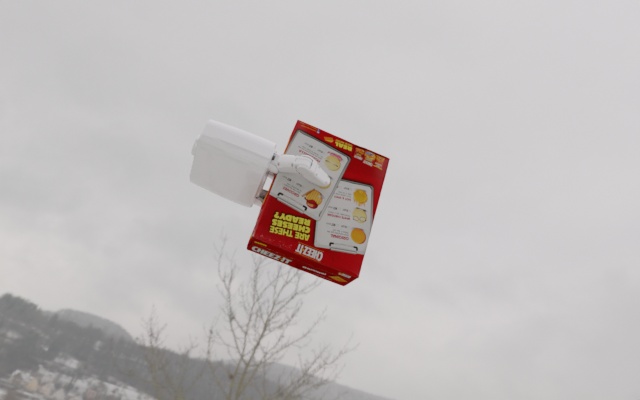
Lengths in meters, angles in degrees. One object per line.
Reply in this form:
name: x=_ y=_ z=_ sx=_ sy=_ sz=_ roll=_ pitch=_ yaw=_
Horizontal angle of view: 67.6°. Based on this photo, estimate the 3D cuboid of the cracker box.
cracker box: x=0.000 y=0.002 z=0.737 sx=0.164 sy=0.213 sz=0.072 roll=22 pitch=-28 yaw=-7
